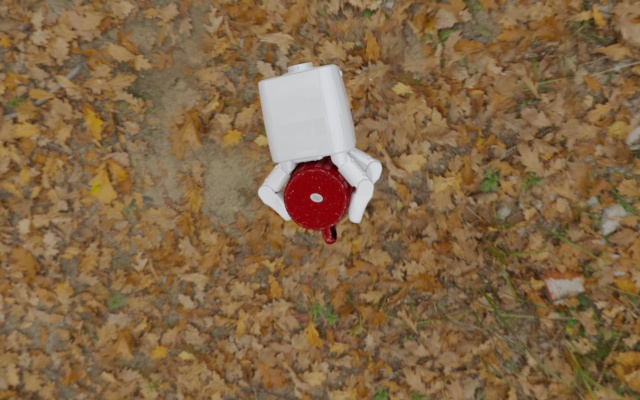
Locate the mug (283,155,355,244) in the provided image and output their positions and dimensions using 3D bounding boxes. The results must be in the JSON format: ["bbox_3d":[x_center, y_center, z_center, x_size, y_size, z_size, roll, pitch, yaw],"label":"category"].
[{"bbox_3d":[0.000,0.004,0.627,0.093,0.117,0.081,-11,12,9],"label":"mug"}]
